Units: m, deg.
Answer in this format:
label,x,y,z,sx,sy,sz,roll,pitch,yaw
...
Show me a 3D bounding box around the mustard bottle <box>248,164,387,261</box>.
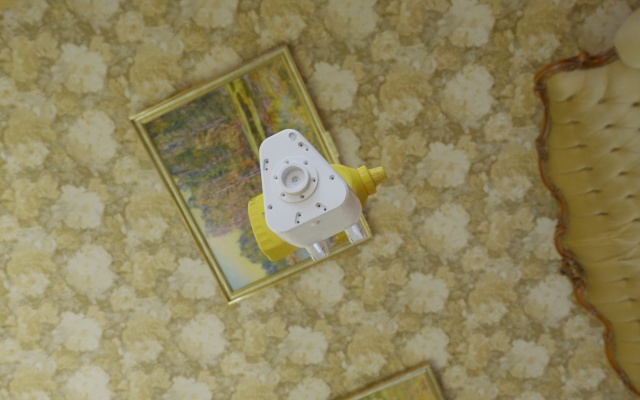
label,x,y,z,sx,sy,sz,roll,pitch,yaw
mustard bottle,0.000,0.002,0.651,0.191,0.096,0.058,-25,-39,5
